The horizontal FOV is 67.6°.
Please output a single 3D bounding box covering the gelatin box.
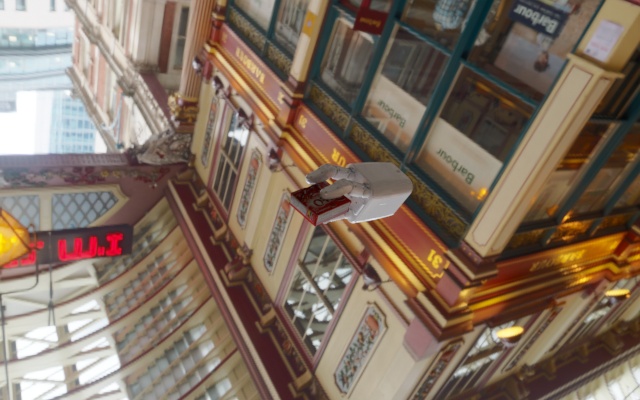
[{"bbox_3d":[0.000,0.003,0.865,0.089,0.030,0.073,-22,49,-38],"label":"gelatin box"}]
